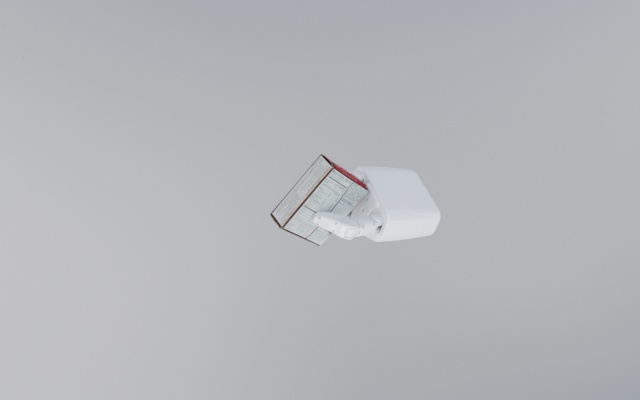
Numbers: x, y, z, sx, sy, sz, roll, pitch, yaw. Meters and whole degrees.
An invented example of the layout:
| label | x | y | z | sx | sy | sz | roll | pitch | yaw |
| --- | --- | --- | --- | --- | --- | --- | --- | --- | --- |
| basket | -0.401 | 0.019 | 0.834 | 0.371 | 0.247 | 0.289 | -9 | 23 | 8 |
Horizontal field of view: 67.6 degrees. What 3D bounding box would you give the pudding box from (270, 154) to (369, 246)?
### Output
| label | x | y | z | sx | sy | sz | roll | pitch | yaw |
| --- | --- | --- | --- | --- | --- | --- | --- | --- | --- |
| pudding box | 0.000 | 0.002 | 0.660 | 0.090 | 0.113 | 0.039 | 30 | 13 | -46 |
